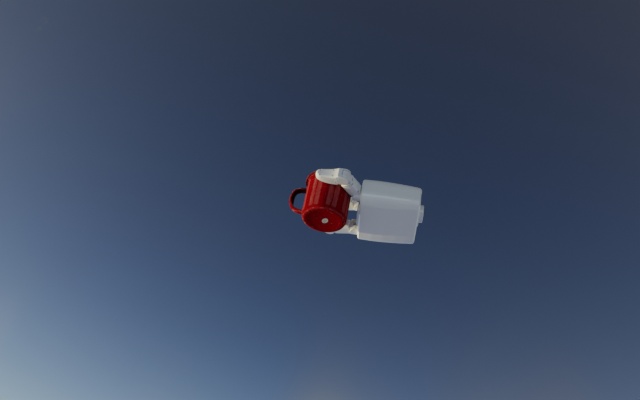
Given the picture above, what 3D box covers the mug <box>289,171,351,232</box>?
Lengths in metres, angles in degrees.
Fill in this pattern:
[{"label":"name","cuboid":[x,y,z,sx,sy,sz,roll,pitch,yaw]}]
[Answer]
[{"label":"mug","cuboid":[-0.001,0.003,0.868,0.117,0.081,0.093,5,-37,9]}]
